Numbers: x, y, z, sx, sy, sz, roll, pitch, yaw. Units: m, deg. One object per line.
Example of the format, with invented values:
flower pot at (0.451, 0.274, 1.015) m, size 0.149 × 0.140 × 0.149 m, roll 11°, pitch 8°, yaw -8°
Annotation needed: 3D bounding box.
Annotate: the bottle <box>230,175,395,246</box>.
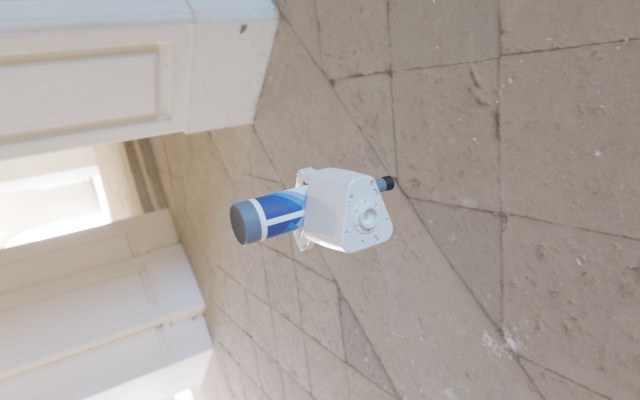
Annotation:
bottle at (0.000, 0.003, 0.791) m, size 0.295 × 0.069 × 0.069 m, roll -15°, pitch 7°, yaw -28°
